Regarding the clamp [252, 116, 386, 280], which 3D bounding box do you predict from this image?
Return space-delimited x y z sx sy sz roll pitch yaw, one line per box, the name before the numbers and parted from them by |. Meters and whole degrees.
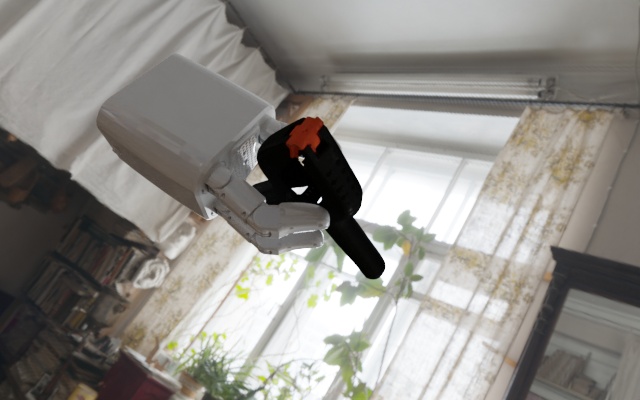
clamp | 0.000 0.000 0.412 0.164 0.036 0.210 32 -20 7
